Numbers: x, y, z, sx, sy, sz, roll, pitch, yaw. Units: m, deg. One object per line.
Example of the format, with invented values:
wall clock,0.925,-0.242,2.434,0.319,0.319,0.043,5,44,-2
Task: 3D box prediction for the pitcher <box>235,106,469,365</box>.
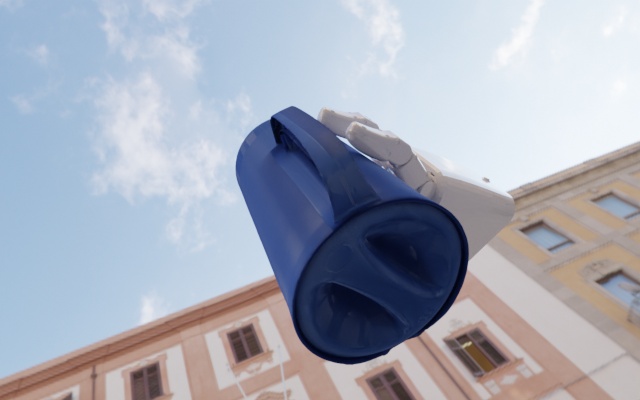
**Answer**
pitcher,0.000,0.001,0.409,0.145,0.149,0.242,14,20,-29
